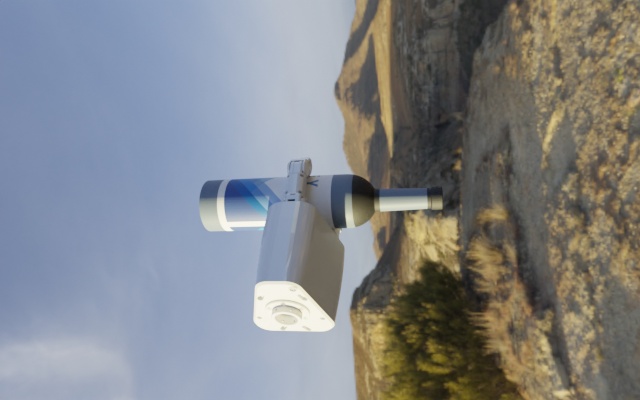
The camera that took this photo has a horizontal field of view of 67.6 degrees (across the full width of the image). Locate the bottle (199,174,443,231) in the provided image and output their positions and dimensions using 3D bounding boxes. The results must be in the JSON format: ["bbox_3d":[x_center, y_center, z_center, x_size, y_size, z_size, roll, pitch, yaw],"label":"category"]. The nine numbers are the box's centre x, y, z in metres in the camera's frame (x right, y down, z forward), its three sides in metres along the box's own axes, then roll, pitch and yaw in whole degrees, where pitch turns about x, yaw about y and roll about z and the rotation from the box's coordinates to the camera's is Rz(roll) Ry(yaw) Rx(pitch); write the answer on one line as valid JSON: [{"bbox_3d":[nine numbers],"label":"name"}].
[{"bbox_3d":[0.000,0.002,0.594,0.296,0.069,0.069,-2,0,11],"label":"bottle"}]
